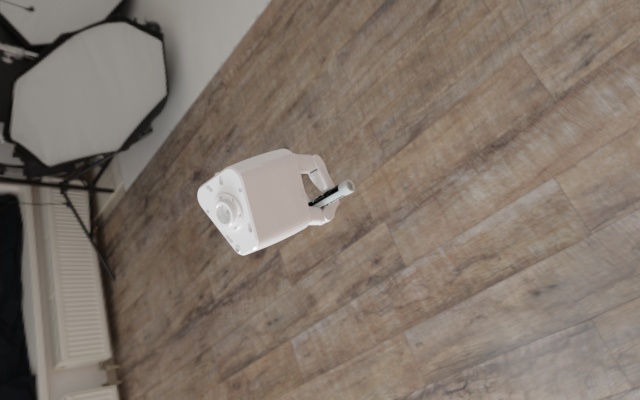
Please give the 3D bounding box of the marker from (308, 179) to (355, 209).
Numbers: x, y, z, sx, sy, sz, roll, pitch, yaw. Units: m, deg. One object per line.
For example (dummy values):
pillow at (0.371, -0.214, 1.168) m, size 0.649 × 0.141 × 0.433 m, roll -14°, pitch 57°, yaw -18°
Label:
marker at (0.000, 0.002, 0.691) m, size 0.121 × 0.020 × 0.020 m, roll -29°, pitch -19°, yaw 39°
